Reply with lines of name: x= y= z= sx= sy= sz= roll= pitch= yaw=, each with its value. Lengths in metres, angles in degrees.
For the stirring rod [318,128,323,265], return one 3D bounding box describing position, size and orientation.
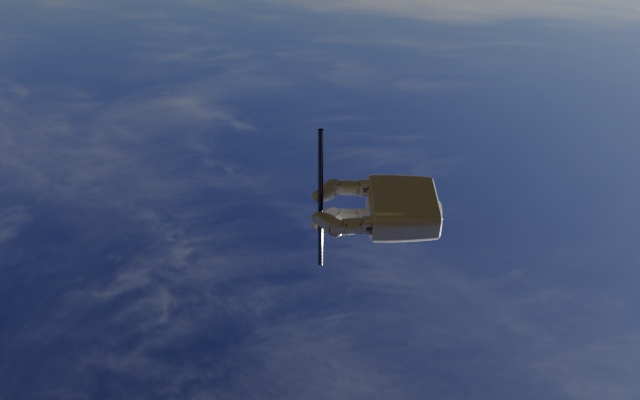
stirring rod: x=0.000 y=0.002 z=0.747 sx=0.011 sy=0.240 sz=0.011 roll=0 pitch=30 yaw=0
